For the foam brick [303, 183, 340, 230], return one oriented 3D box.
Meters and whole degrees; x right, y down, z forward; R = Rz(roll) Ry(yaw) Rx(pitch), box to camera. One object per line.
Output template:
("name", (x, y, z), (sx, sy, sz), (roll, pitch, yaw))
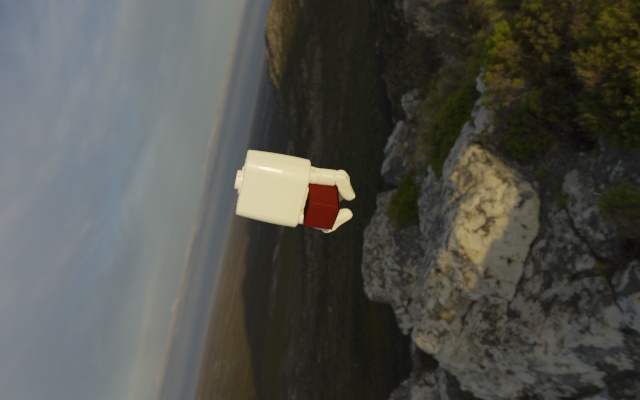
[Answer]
("foam brick", (0.000, 0.003, 0.805), (0.051, 0.053, 0.078), (9, 41, -10))
